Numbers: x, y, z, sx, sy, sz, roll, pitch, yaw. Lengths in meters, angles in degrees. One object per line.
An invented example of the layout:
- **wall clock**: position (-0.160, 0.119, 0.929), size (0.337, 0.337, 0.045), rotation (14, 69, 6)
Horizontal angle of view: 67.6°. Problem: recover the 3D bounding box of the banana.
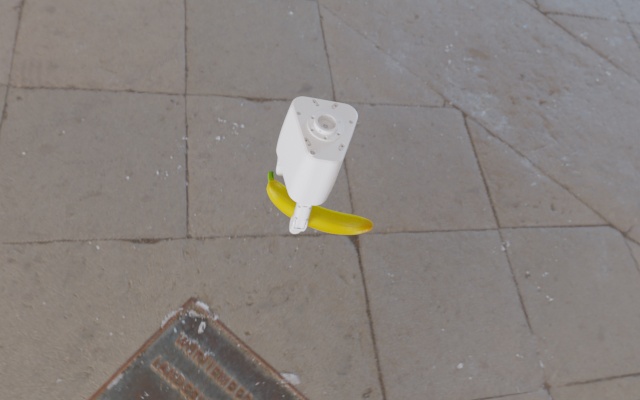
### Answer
- **banana**: position (-0.011, 0.014, 0.773), size (0.198, 0.069, 0.037), rotation (28, -37, 4)
